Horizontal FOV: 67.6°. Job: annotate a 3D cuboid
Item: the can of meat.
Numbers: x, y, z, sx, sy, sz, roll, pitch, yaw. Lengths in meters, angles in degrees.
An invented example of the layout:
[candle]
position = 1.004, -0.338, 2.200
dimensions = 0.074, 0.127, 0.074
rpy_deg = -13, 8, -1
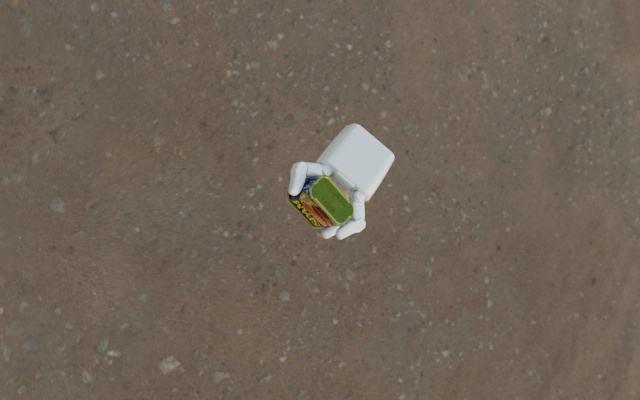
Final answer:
[can of meat]
position = 0.000, 0.003, 0.858
dimensions = 0.102, 0.057, 0.084
rpy_deg = 48, -26, -20
